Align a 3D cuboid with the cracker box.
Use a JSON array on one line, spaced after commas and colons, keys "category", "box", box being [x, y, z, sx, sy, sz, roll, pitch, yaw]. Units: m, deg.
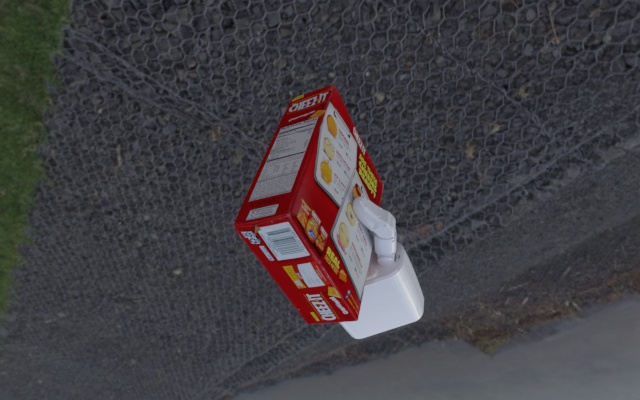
[{"category": "cracker box", "box": [0.000, 0.002, 0.533, 0.072, 0.164, 0.213, -11, 40, 26]}]
